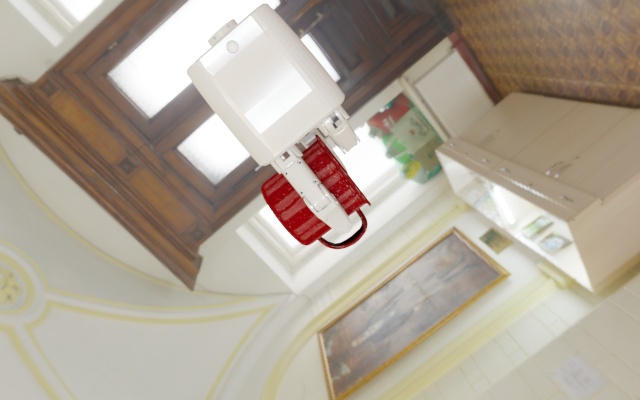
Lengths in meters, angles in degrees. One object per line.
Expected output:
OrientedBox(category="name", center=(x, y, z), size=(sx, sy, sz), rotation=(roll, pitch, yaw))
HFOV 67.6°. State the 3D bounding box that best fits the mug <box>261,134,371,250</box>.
OrientedBox(category="mug", center=(0.001, 0.003, 0.500), size=(0.081, 0.117, 0.093), rotation=(-38, 16, 5))
